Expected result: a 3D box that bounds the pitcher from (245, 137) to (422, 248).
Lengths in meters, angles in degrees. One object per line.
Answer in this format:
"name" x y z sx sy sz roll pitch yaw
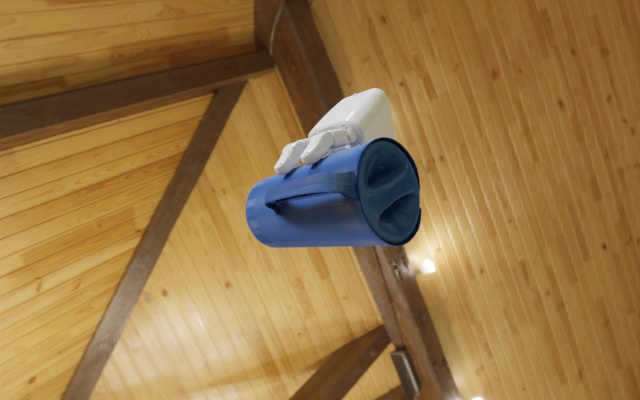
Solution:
"pitcher" 0.000 0.002 0.648 0.243 0.149 0.145 -11 32 44
